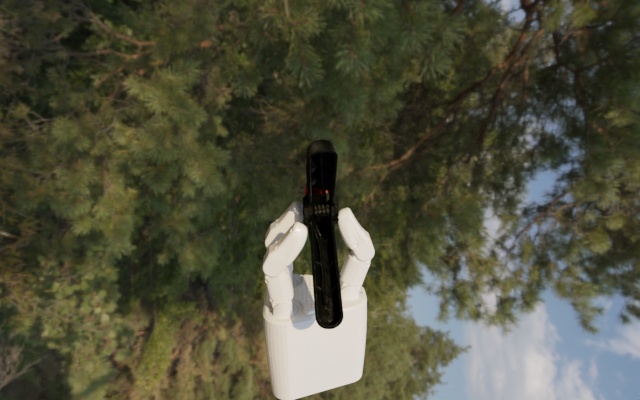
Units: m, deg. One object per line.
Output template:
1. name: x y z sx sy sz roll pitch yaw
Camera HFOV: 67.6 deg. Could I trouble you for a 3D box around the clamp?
1. clamp: 0.001 0.002 0.479 0.036 0.165 0.210 -2 22 -2
